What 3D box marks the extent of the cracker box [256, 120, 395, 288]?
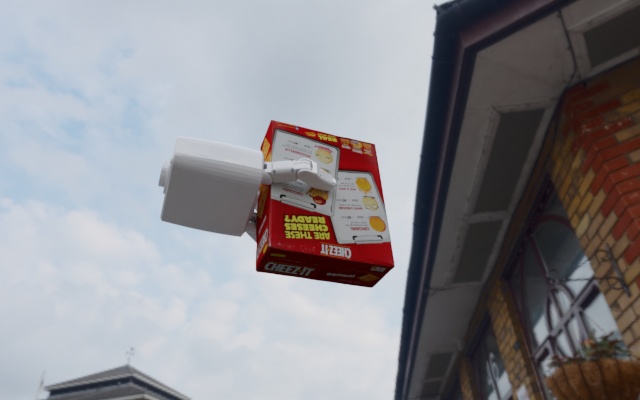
[{"bbox_3d":[0.000,0.002,0.648,0.164,0.213,0.072,11,-40,-18],"label":"cracker box"}]
